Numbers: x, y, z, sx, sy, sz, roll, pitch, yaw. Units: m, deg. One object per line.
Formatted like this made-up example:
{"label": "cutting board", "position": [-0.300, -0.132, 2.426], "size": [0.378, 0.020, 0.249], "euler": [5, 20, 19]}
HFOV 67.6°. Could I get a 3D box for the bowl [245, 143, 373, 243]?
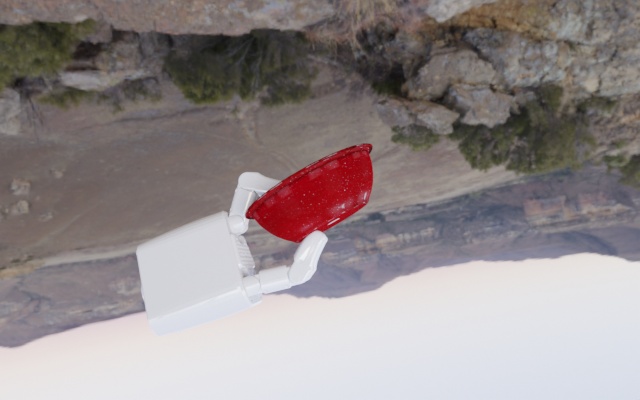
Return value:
{"label": "bowl", "position": [0.001, 0.001, 0.529], "size": [0.162, 0.055, 0.162], "euler": [-29, -8, -4]}
